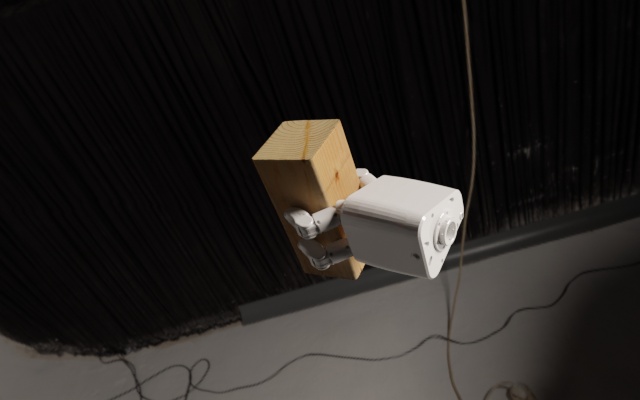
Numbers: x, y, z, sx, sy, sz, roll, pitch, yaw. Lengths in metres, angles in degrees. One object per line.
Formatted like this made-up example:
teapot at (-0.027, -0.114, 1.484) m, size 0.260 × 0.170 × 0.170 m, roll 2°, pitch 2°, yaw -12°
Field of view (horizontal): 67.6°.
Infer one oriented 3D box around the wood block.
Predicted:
wood block at (0.001, 0.002, 0.652) m, size 0.090 × 0.206 × 0.090 m, roll 3°, pitch 41°, yaw 30°
